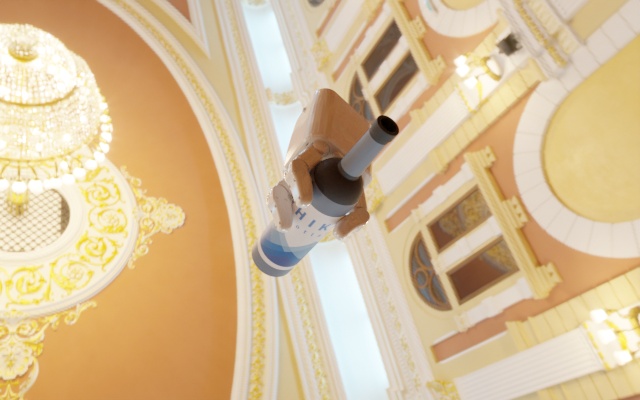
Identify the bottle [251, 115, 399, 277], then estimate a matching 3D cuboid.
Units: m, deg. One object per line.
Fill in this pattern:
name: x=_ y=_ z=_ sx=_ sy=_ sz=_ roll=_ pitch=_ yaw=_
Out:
bottle: x=0.000 y=0.002 z=0.591 sx=0.069 sy=0.069 sz=0.296 roll=0 pitch=-33 yaw=-34
